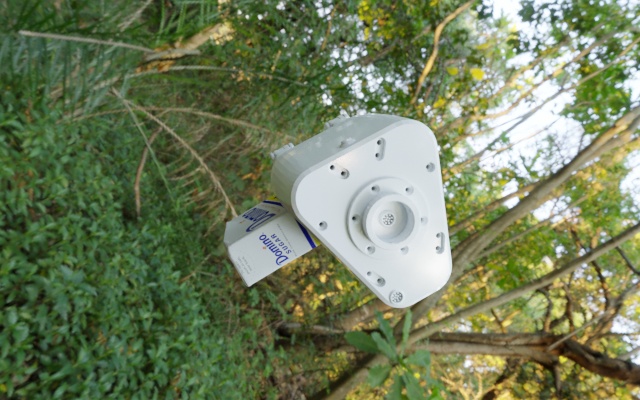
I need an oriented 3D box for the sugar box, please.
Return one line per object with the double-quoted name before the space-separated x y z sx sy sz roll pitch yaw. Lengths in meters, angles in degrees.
"sugar box" 0.000 0.001 0.424 0.176 0.048 0.093 -28 13 -4
